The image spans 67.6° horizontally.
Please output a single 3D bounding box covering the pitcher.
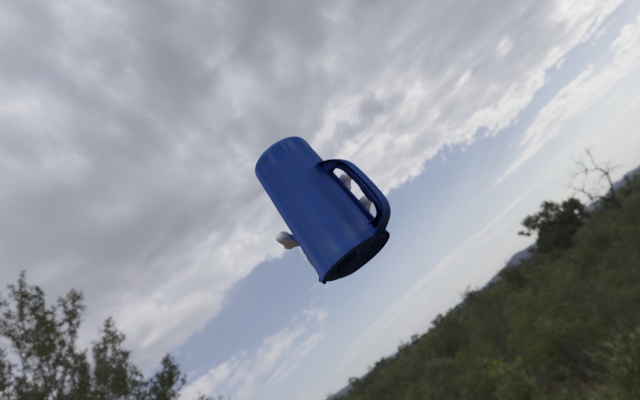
[{"bbox_3d":[0.000,0.003,0.797,0.149,0.242,0.145,-33,-22,-10],"label":"pitcher"}]
